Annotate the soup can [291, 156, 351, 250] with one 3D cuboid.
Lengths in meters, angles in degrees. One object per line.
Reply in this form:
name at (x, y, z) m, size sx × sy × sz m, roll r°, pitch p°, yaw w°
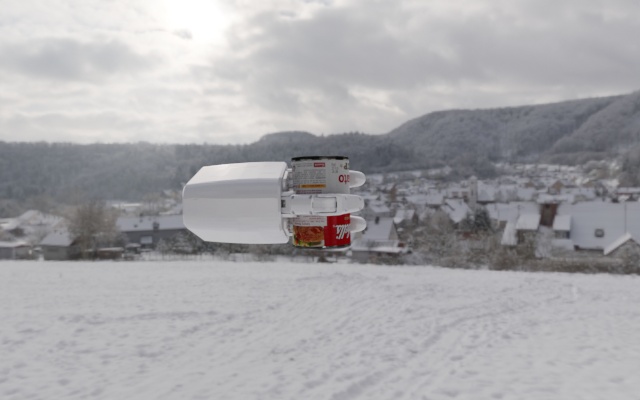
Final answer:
soup can at (0.001, 0.001, 0.546) m, size 0.068 × 0.102 × 0.068 m, roll -1°, pitch 2°, yaw 0°
